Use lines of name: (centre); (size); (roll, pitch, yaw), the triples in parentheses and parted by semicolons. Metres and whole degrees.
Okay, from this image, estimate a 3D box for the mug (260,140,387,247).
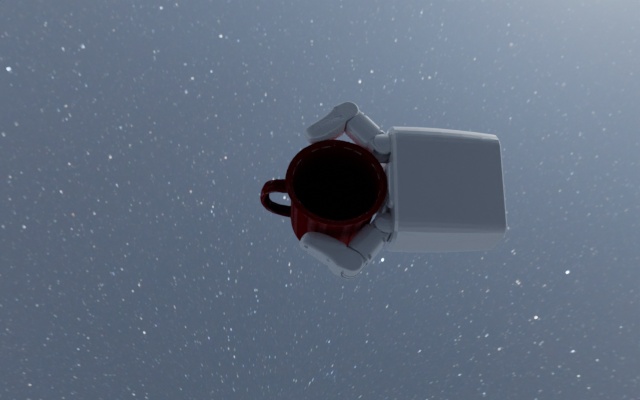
mug: (-0.001, 0.002, 0.466); (0.117, 0.093, 0.081); (2, -30, -4)
